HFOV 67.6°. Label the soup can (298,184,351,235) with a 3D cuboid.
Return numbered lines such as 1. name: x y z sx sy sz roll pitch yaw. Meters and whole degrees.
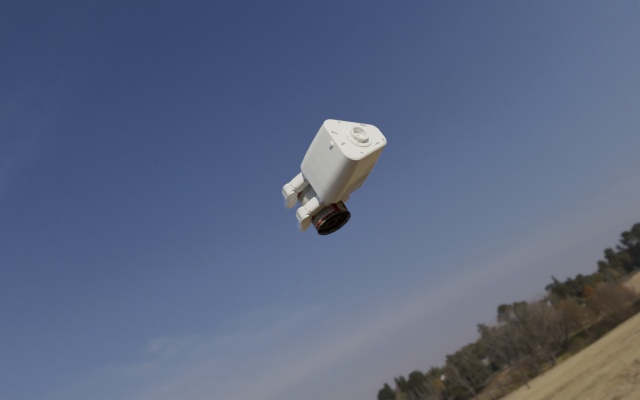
1. soup can: 0.000 0.003 0.867 0.068 0.102 0.068 -26 -27 -14
